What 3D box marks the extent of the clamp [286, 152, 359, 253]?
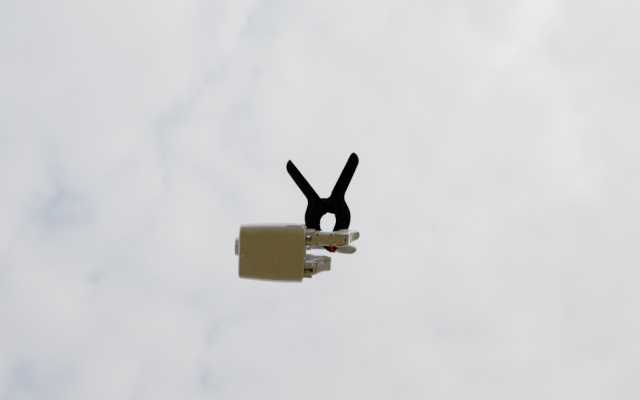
[{"bbox_3d":[0.000,0.003,0.797,0.120,0.171,0.039,2,10,-4],"label":"clamp"}]
